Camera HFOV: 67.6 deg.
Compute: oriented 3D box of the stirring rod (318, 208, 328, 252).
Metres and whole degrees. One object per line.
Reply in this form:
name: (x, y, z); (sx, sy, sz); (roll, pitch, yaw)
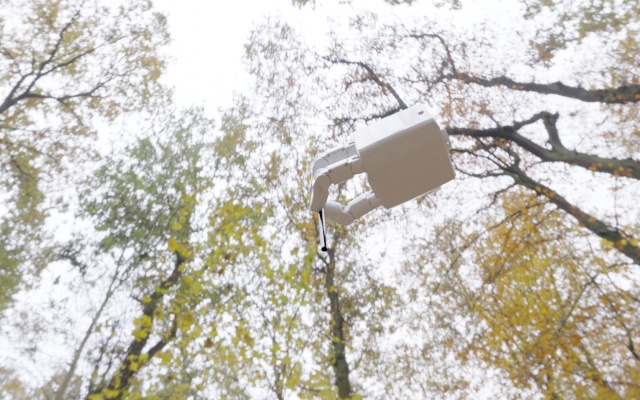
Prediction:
stirring rod: (0.000, 0.002, 0.668); (0.011, 0.011, 0.239); (0, 27, -2)
